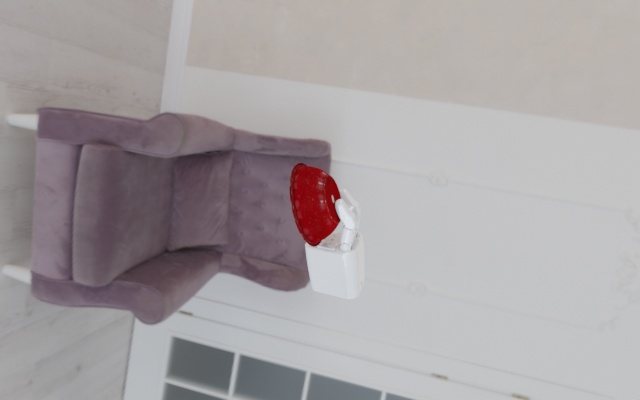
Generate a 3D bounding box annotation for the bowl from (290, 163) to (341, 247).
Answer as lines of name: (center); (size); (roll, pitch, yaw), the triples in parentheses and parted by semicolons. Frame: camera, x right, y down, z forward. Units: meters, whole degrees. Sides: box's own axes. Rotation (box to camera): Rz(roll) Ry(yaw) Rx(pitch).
bowl: (0.000, 0.002, 0.896); (0.055, 0.162, 0.162); (-11, -4, 20)
